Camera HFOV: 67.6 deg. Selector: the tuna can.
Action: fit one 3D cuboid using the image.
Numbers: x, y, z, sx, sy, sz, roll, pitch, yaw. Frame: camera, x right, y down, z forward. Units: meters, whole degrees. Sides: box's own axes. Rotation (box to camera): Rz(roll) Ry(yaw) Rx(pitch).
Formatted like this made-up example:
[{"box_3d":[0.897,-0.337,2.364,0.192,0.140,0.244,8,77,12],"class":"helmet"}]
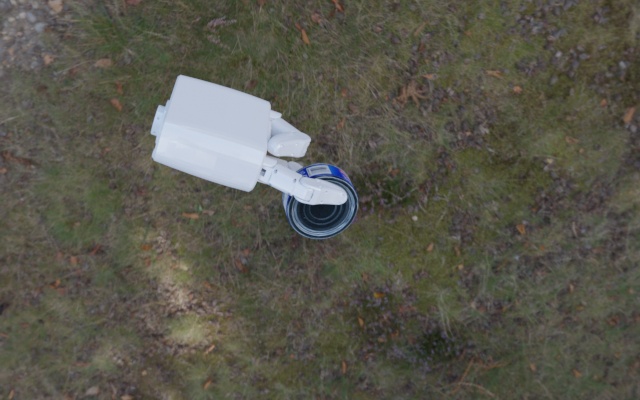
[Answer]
[{"box_3d":[0.000,0.002,0.556,0.086,0.086,0.033,0,29,-13],"class":"tuna can"}]
